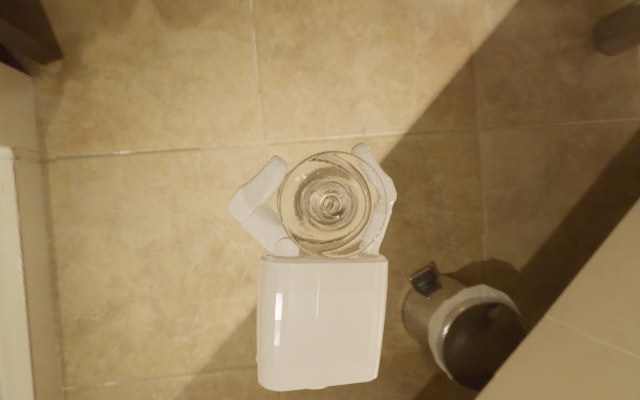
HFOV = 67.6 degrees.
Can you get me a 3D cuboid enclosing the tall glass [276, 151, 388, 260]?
[{"bbox_3d":[0.000,0.001,0.420,0.079,0.079,0.201,0,2,-5],"label":"tall glass"}]
